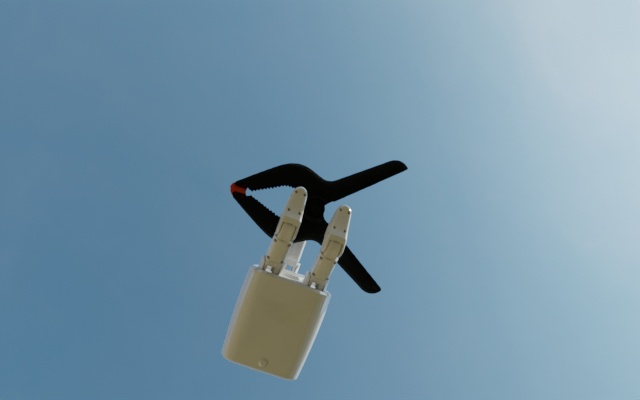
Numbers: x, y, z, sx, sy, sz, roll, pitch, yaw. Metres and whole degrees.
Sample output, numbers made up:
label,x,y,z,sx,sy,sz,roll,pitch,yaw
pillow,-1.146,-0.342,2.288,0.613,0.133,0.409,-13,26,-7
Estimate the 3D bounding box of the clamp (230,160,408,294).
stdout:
label,x,y,z,sx,sy,sz,roll,pitch,yaw
clamp,-0.001,0.002,0.570,0.210,0.164,0.036,21,-7,-8
